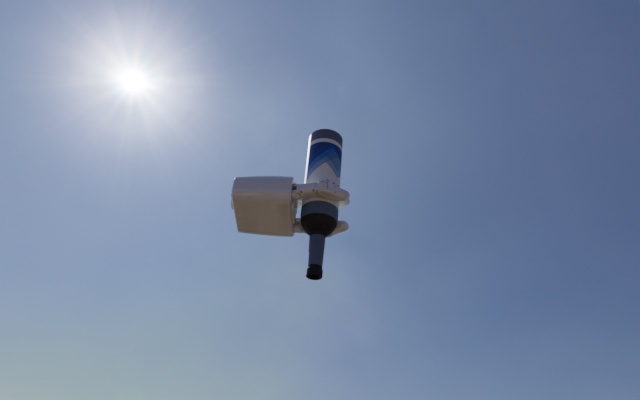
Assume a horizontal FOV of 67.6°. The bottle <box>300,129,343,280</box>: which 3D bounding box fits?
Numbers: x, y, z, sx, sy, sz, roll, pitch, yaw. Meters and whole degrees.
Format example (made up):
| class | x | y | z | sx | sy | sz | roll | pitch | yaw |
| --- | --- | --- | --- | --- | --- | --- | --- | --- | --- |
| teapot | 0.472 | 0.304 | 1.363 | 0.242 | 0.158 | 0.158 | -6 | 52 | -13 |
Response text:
| class | x | y | z | sx | sy | sz | roll | pitch | yaw |
| --- | --- | --- | --- | --- | --- | --- | --- | --- | --- |
| bottle | 0.000 | 0.003 | 0.862 | 0.069 | 0.295 | 0.069 | 3 | -33 | 2 |
